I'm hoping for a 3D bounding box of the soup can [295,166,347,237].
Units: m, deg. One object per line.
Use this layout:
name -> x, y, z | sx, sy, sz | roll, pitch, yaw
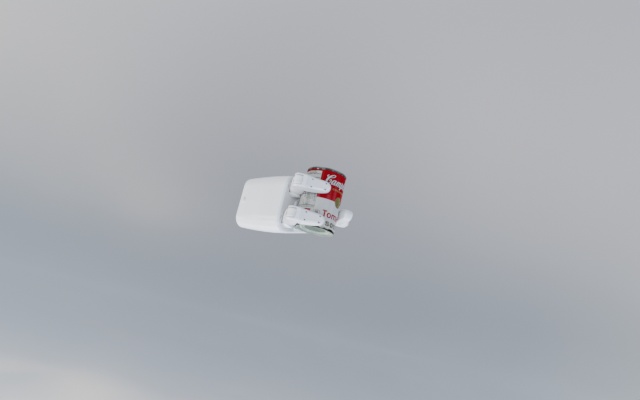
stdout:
soup can -> 0.001, 0.003, 0.798 | 0.068, 0.102, 0.068 | 12, -15, 3
